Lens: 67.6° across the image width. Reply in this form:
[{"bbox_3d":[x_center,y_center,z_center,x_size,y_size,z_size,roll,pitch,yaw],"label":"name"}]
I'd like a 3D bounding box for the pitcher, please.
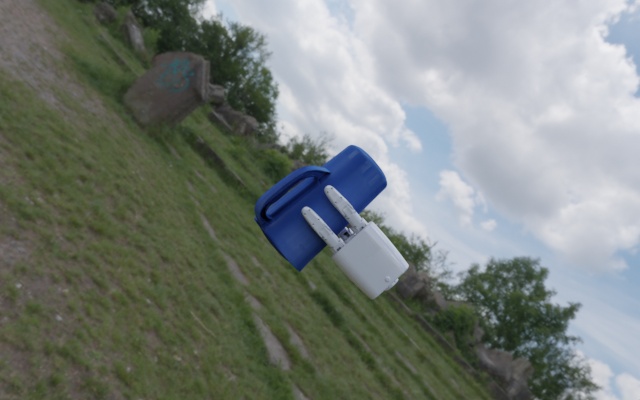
[{"bbox_3d":[0.000,0.003,0.894,0.243,0.145,0.149,-41,-3,-4],"label":"pitcher"}]
